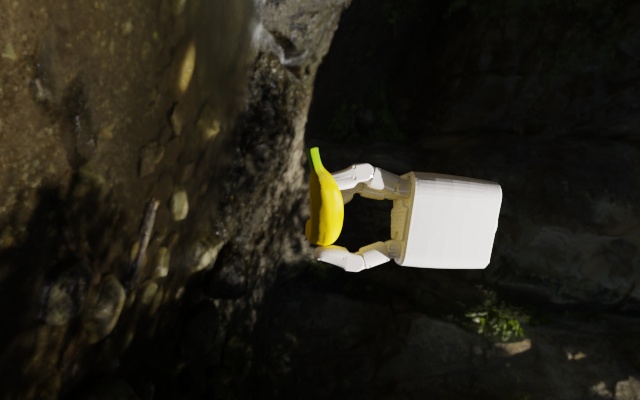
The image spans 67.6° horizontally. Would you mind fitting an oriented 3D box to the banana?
[{"bbox_3d":[0.003,0.017,0.554,0.037,0.069,0.198,-5,-26,-6],"label":"banana"}]
